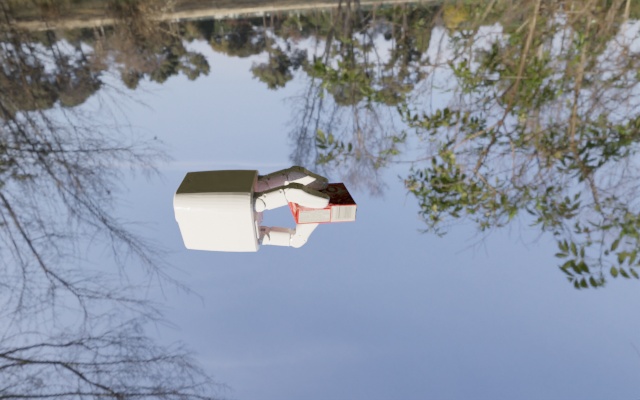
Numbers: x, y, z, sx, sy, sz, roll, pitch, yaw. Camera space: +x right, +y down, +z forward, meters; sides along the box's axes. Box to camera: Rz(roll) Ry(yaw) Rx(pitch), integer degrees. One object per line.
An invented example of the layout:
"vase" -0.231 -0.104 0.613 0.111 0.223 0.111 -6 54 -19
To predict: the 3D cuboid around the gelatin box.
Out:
"gelatin box" 0.000 0.003 0.690 0.089 0.030 0.073 -3 28 -14
